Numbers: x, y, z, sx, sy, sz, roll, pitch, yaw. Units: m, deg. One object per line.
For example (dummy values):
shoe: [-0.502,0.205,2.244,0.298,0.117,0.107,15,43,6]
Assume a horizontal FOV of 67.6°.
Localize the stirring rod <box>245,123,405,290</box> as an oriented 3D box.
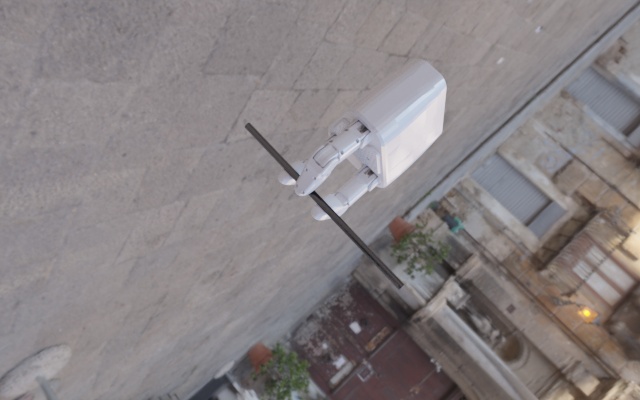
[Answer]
stirring rod: [0.000,0.002,0.503,0.011,0.239,0.011,-41,-13,-11]
